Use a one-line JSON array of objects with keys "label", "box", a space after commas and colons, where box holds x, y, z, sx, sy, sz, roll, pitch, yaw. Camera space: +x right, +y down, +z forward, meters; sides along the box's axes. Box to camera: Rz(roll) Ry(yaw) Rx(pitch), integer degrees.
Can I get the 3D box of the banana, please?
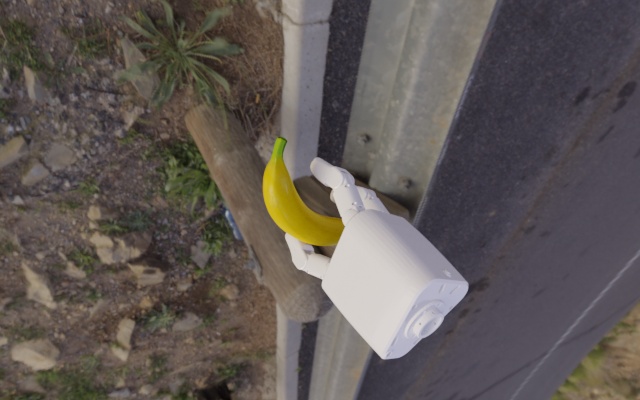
[{"label": "banana", "box": [-0.014, 0.013, 0.546, 0.037, 0.069, 0.198, 40, -7, 40]}]
